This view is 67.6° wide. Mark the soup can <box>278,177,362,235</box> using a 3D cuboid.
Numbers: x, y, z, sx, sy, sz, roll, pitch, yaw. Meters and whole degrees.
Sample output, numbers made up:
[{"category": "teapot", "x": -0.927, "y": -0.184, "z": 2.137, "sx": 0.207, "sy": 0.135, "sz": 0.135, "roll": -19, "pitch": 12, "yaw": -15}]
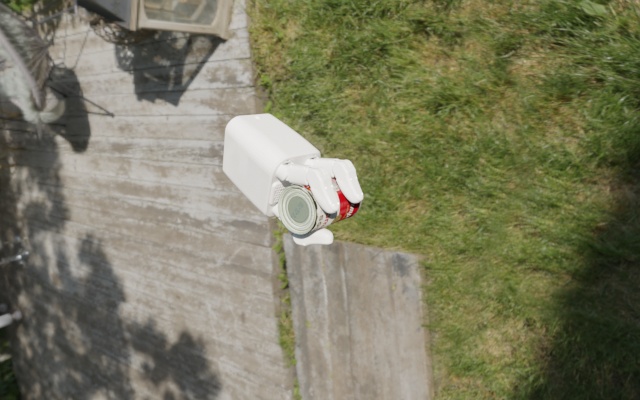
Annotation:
[{"category": "soup can", "x": 0.000, "y": 0.003, "z": 0.647, "sx": 0.068, "sy": 0.068, "sz": 0.102, "roll": 0, "pitch": 11, "yaw": 39}]
